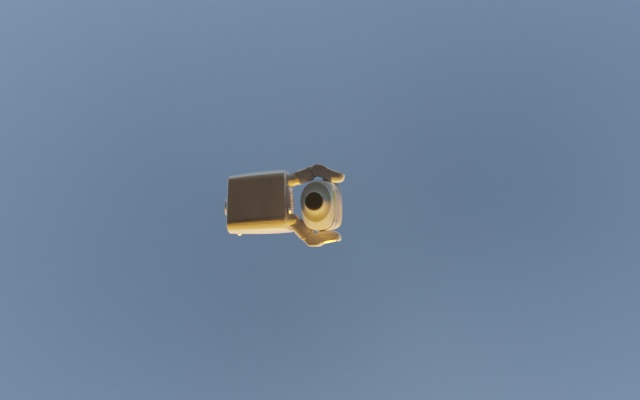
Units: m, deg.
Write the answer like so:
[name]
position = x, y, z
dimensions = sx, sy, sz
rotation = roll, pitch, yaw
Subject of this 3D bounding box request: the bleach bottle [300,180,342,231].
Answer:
[bleach bottle]
position = 0.000, 0.003, 0.842
dimensions = 0.068, 0.102, 0.251
rotation = -4, -5, 5
